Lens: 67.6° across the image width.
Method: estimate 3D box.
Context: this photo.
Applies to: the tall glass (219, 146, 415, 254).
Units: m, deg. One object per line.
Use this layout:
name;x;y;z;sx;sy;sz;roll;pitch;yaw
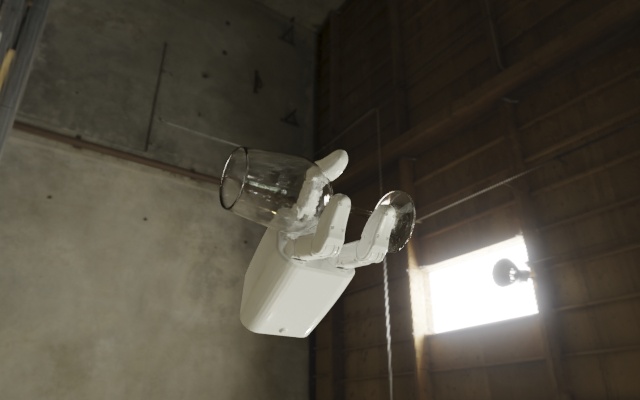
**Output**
tall glass;0.001;0.002;0.497;0.201;0.079;0.079;16;-8;-31
